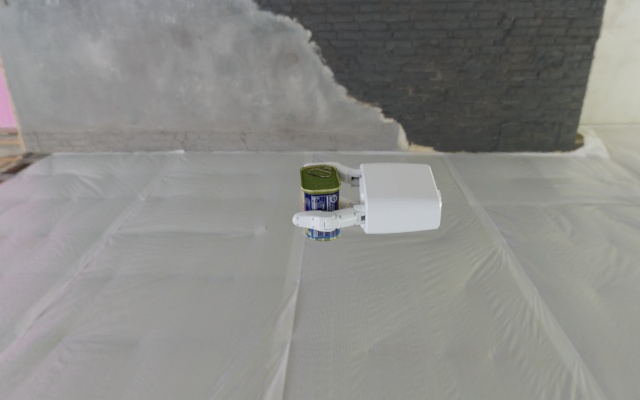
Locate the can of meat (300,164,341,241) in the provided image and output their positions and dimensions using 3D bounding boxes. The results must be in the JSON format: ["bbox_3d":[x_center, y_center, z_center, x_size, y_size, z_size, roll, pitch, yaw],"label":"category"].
[{"bbox_3d":[0.000,0.003,0.720,0.057,0.084,0.102,-4,25,-3],"label":"can of meat"}]
